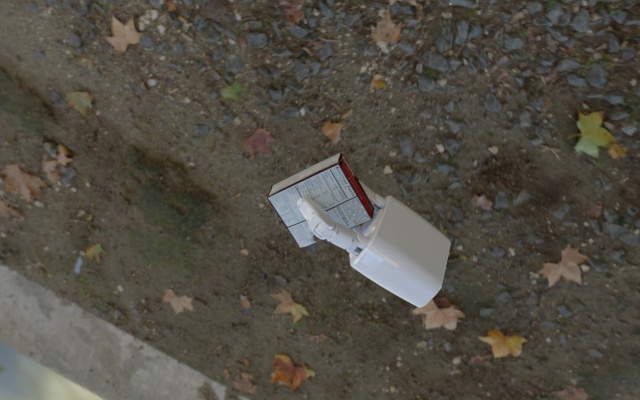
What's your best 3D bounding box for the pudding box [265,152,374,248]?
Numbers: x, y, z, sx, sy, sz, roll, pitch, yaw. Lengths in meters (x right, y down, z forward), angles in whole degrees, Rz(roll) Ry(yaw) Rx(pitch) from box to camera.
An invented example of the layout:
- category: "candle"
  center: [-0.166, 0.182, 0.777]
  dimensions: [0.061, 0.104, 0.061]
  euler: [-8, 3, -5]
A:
- category: "pudding box"
  center: [0.000, 0.002, 0.616]
  dimensions: [0.113, 0.090, 0.039]
  euler: [-24, 20, 19]
